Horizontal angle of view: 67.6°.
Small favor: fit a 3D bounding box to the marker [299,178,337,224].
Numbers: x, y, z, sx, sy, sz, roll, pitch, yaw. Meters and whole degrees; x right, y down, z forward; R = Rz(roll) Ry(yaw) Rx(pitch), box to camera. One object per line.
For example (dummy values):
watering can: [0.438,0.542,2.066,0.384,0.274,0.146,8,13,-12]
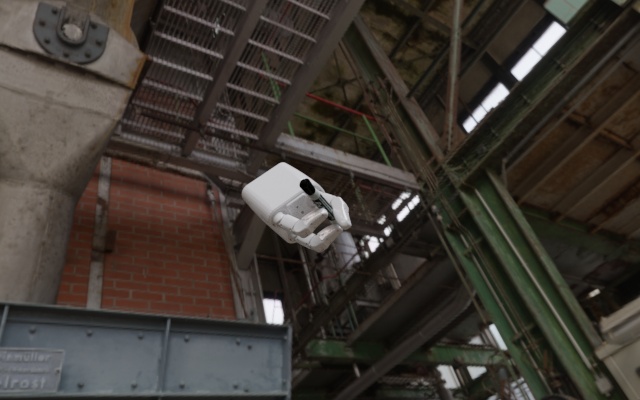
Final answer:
marker: [0.000,0.002,0.764,0.020,0.020,0.121,0,-31,32]
